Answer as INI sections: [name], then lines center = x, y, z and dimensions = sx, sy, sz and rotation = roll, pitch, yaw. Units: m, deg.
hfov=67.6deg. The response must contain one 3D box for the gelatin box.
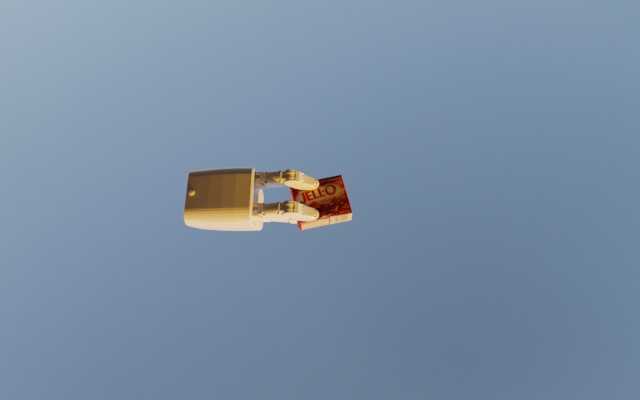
[gelatin box]
center = 0.000, 0.003, 0.772
dimensions = 0.089, 0.073, 0.030
rotation = -11, -28, -7
